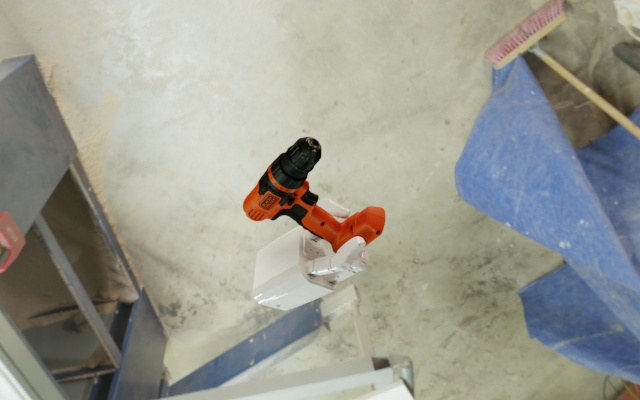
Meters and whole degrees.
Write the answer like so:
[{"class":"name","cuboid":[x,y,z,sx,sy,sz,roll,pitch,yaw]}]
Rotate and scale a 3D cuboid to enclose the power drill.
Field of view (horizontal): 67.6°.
[{"class":"power drill","cuboid":[0.000,0.003,0.696,0.188,0.057,0.184,31,-43,-17]}]
